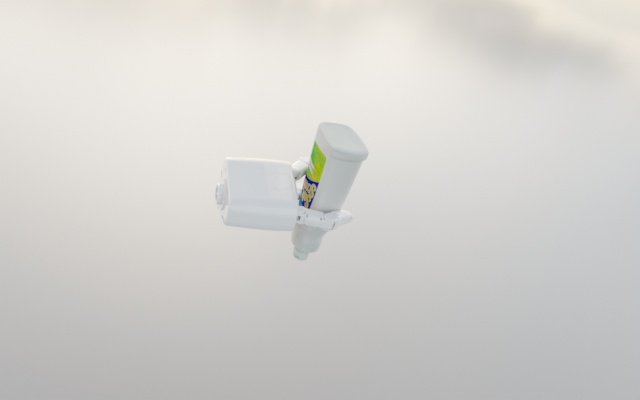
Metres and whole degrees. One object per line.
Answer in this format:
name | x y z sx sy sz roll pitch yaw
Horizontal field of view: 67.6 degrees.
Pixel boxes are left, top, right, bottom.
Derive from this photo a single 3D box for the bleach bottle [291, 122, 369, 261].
bleach bottle | 0.000 0.002 0.792 0.068 0.251 0.102 4 34 -22
